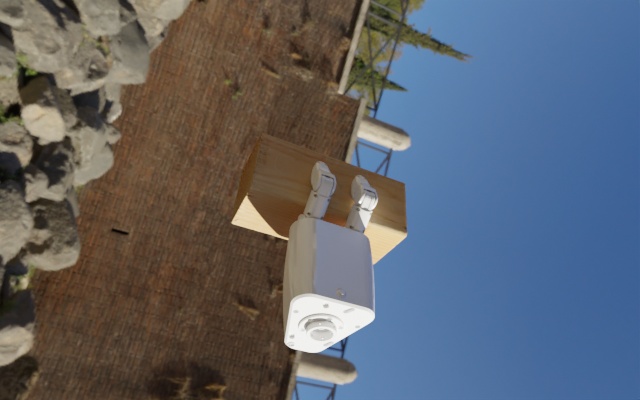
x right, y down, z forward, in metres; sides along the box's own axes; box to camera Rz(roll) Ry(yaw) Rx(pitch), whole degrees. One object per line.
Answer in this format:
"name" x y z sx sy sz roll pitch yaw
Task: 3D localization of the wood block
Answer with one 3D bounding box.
"wood block" 0.000 0.003 0.626 0.206 0.090 0.091 18 -39 -17
